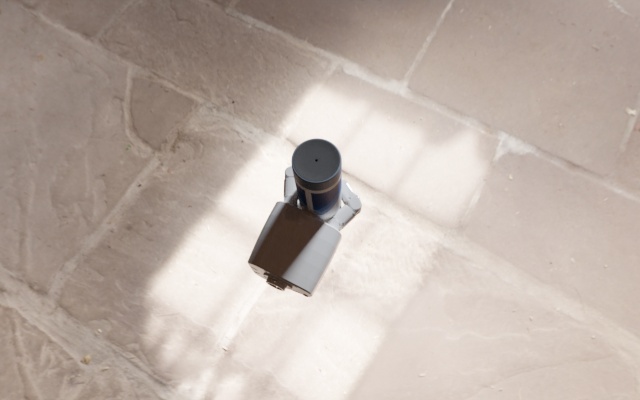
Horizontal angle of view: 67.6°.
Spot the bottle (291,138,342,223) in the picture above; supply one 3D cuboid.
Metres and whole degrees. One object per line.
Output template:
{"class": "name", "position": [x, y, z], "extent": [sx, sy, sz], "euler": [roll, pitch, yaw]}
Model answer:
{"class": "bottle", "position": [0.000, 0.002, 0.758], "extent": [0.069, 0.069, 0.296], "euler": [0, -22, 2]}
